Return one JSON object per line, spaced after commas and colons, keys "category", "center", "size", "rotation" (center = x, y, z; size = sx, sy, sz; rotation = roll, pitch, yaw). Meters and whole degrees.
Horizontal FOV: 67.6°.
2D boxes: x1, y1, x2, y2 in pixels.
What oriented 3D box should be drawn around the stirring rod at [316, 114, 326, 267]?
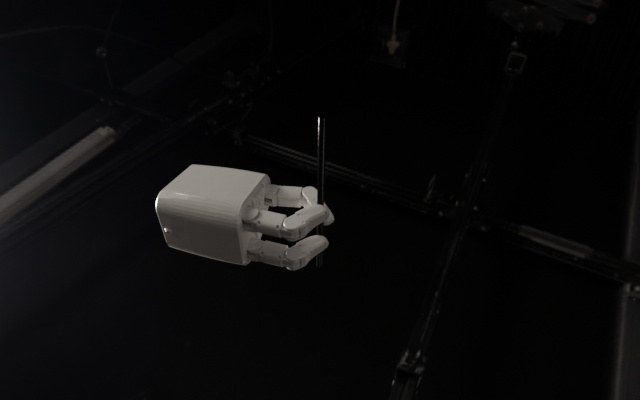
{"category": "stirring rod", "center": [0.000, 0.002, 0.557], "size": [0.011, 0.011, 0.240], "rotation": [1, -45, -1]}
